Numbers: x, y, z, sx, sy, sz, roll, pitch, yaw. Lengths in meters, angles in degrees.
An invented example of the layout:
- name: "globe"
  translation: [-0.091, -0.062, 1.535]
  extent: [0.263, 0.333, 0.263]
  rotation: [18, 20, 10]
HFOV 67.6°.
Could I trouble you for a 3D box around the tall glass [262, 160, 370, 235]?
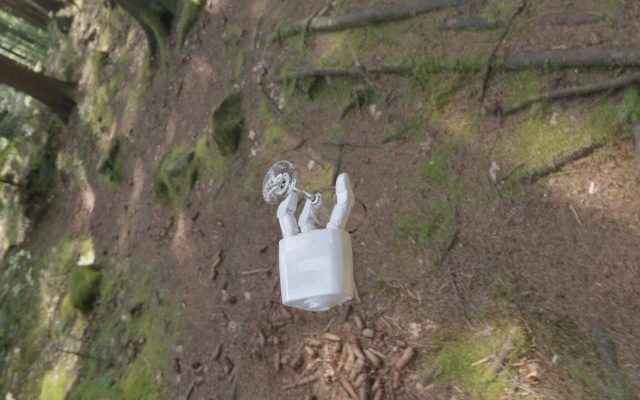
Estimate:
- name: "tall glass"
  translation: [0.000, 0.002, 0.806]
  extent: [0.079, 0.079, 0.201]
  rotation: [0, -18, 43]
